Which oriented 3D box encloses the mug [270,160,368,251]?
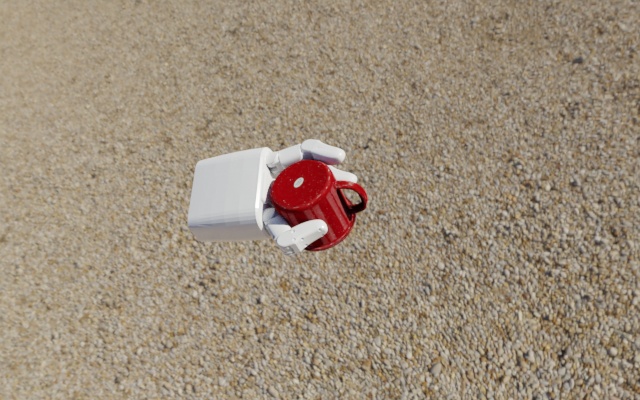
[{"bbox_3d":[0.001,0.002,0.594,0.117,0.093,0.082,-7,-40,20],"label":"mug"}]
